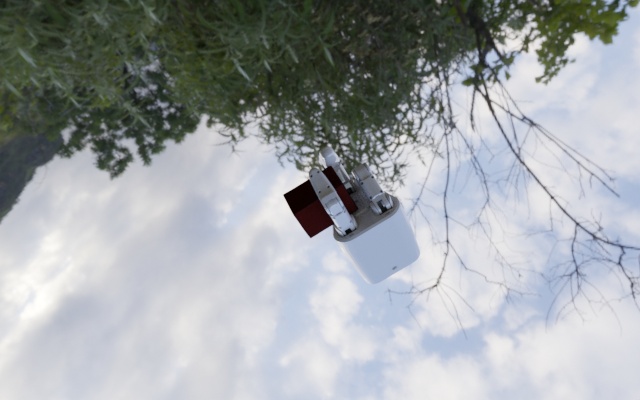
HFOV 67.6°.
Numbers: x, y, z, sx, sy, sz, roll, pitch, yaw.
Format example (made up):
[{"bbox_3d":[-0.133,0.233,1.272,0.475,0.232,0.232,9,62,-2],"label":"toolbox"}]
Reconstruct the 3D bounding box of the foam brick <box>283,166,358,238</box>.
[{"bbox_3d":[0.000,0.002,0.637,0.078,0.051,0.053,-31,38,2],"label":"foam brick"}]
